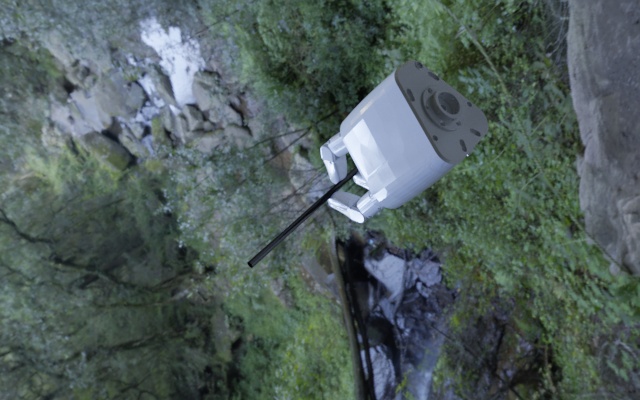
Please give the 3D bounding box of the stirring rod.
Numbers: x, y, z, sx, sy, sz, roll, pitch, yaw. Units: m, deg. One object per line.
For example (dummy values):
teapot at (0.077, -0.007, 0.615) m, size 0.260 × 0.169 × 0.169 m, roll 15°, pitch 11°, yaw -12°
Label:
stirring rod at (0.000, 0.002, 0.568) m, size 0.011 × 0.011 × 0.239 m, roll 0°, pitch 33°, yaw 47°
